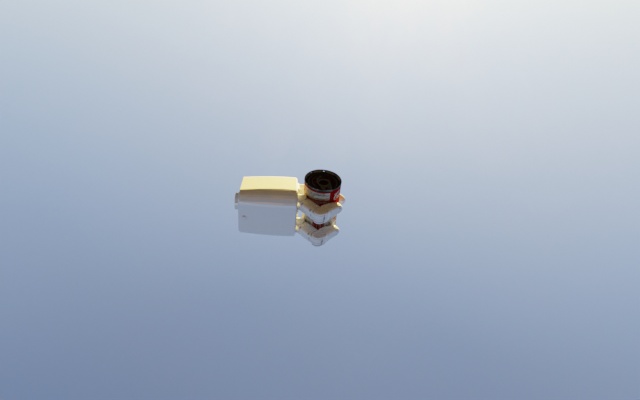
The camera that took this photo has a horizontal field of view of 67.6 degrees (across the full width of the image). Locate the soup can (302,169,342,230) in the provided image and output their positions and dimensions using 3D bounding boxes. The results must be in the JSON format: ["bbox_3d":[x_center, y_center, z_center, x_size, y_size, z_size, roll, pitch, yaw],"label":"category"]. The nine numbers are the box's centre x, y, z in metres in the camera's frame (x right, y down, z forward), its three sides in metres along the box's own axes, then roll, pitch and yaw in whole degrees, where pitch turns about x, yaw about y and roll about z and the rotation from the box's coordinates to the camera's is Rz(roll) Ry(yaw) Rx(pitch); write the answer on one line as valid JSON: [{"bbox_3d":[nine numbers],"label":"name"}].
[{"bbox_3d":[0.001,0.003,0.889,0.068,0.102,0.068,4,37,-3],"label":"soup can"}]
